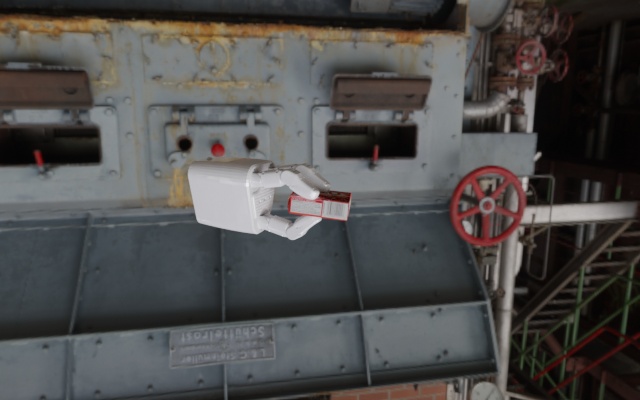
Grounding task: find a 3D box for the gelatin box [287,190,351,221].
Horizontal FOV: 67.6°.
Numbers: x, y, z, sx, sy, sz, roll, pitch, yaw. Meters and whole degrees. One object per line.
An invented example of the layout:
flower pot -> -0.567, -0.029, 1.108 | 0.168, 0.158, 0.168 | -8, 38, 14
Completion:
gelatin box -> 0.000, 0.003, 0.717 | 0.089, 0.030, 0.073 | 8, 13, 5
